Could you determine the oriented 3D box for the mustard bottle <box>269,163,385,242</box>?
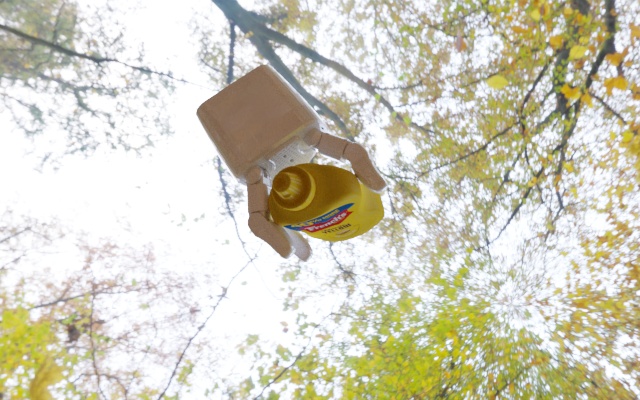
[{"bbox_3d":[0.000,0.002,0.506,0.096,0.058,0.192,-18,-18,18],"label":"mustard bottle"}]
